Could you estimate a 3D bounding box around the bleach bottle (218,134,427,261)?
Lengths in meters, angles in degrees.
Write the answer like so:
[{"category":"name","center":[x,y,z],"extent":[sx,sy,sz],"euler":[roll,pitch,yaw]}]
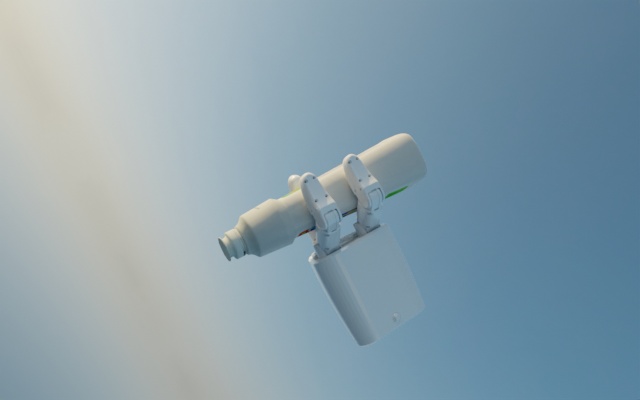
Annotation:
[{"category":"bleach bottle","center":[0.000,0.002,0.554],"extent":[0.251,0.068,0.102],"euler":[-26,-2,-23]}]
